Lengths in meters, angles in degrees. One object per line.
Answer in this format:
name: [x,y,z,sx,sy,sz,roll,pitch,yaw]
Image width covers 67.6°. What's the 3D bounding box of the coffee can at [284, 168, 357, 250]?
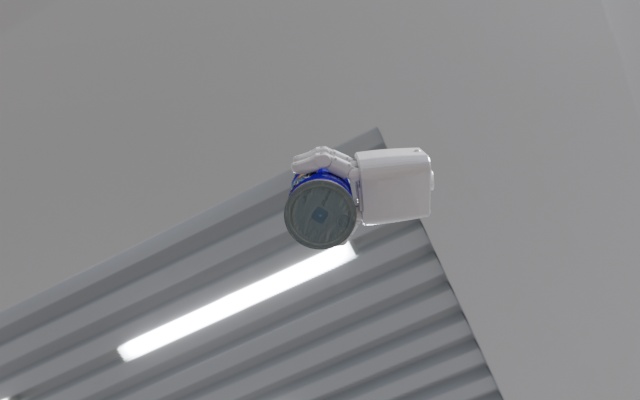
coffee can: [0.000,0.003,0.735,0.103,0.103,0.140,0,16,0]
